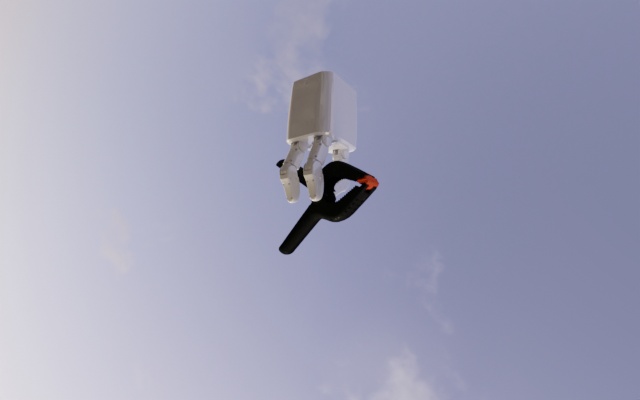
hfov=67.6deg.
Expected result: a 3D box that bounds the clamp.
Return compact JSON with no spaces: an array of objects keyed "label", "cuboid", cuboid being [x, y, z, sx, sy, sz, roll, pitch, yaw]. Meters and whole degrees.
[{"label":"clamp","cuboid":[0.001,0.002,0.752,0.210,0.164,0.036,-7,-11,44]}]
